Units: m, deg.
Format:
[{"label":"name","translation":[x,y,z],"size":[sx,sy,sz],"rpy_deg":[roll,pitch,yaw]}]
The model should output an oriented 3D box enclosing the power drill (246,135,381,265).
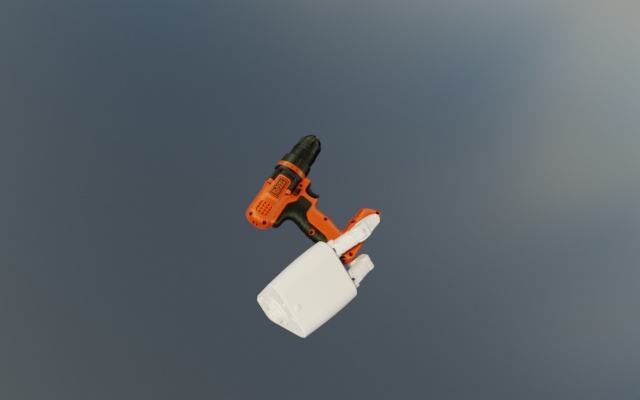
[{"label":"power drill","translation":[0.000,0.003,0.780],"size":[0.187,0.184,0.057],"rpy_deg":[33,-19,3]}]
